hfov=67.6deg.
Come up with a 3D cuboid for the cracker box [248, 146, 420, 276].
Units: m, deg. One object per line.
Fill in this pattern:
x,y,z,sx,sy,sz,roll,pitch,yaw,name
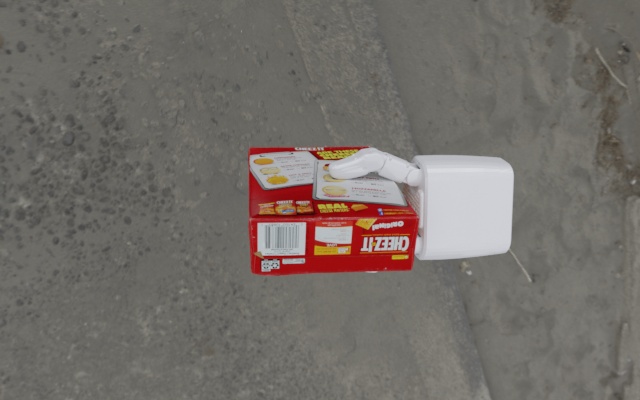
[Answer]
0.000,0.002,0.549,0.164,0.072,0.213,-1,24,-8,cracker box
